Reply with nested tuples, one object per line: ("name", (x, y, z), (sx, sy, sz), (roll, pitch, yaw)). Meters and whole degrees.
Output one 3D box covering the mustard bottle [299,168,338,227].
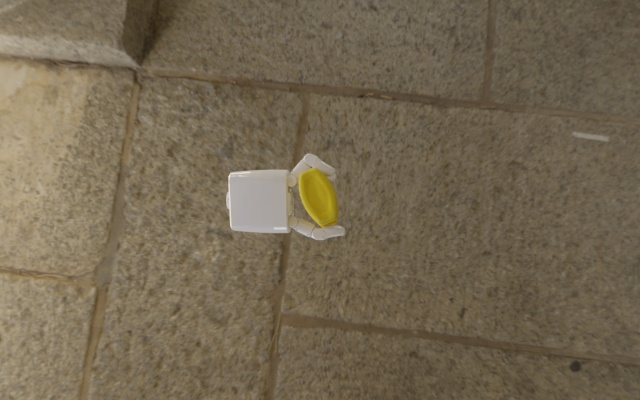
("mustard bottle", (0.000, 0.003, 0.888), (0.058, 0.096, 0.191), (-24, -8, 0))
